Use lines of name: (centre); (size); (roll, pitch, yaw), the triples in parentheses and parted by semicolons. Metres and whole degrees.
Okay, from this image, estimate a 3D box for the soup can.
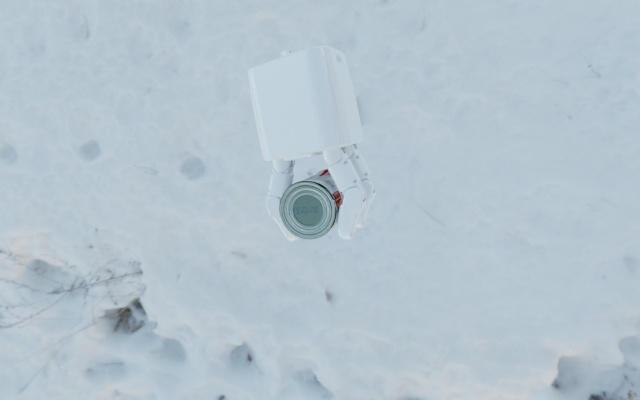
soup can: (0.000, 0.002, 0.565); (0.068, 0.068, 0.102); (0, 11, 17)
